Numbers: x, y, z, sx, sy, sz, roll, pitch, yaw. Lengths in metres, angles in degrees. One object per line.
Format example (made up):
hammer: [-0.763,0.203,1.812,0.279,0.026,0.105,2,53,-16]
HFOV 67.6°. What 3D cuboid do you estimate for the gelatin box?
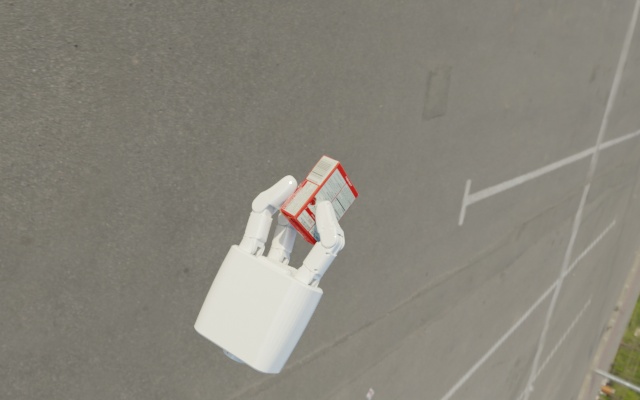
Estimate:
gelatin box: [0.001,0.002,0.579,0.030,0.089,0.073,29,-16,37]
